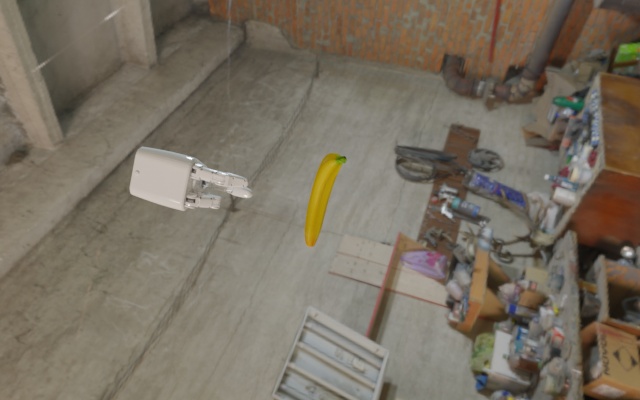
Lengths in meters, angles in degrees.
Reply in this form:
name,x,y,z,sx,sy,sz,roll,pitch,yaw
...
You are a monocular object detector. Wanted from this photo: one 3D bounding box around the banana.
name,x,y,z,sx,sy,sz,roll,pitch,yaw
banana,0.002,-0.010,0.849,0.037,0.198,0.069,14,32,-6
